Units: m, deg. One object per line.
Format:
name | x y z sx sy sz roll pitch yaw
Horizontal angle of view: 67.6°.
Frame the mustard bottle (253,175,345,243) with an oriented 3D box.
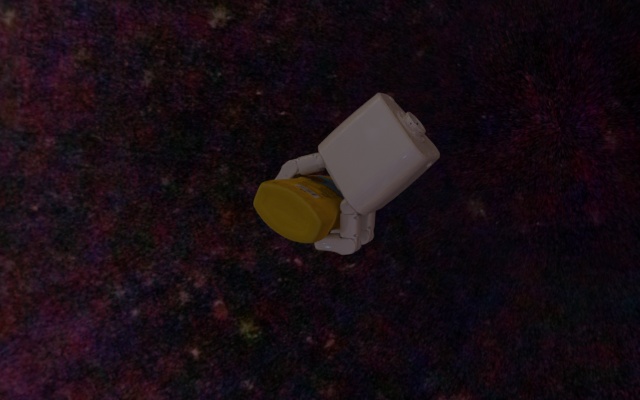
mustard bottle | 0.000 0.002 0.639 0.096 0.058 0.191 30 20 19
